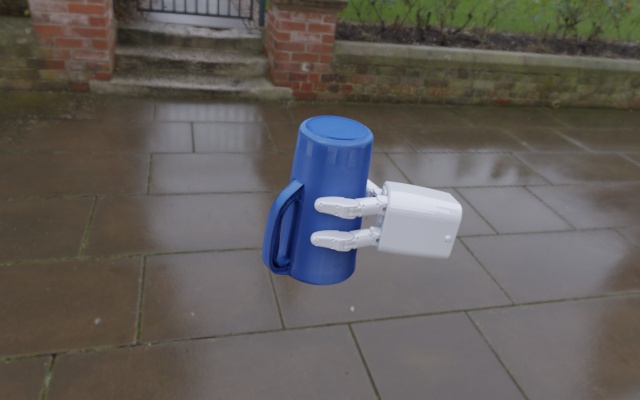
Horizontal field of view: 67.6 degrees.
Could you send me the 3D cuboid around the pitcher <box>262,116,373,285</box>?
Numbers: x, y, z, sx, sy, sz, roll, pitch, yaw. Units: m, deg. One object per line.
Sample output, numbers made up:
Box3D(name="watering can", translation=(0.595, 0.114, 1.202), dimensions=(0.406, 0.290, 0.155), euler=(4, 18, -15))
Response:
Box3D(name="pitcher", translation=(0.000, 0.002, 0.730), dimensions=(0.145, 0.243, 0.149), euler=(10, 29, 3))
